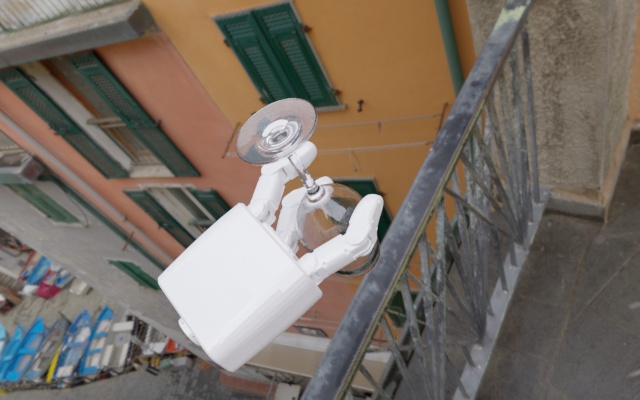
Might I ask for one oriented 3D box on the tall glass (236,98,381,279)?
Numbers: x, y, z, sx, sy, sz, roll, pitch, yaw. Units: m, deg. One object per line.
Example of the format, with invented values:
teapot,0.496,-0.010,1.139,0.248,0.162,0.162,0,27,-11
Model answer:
tall glass,0.000,0.001,0.461,0.079,0.079,0.201,0,-37,28
